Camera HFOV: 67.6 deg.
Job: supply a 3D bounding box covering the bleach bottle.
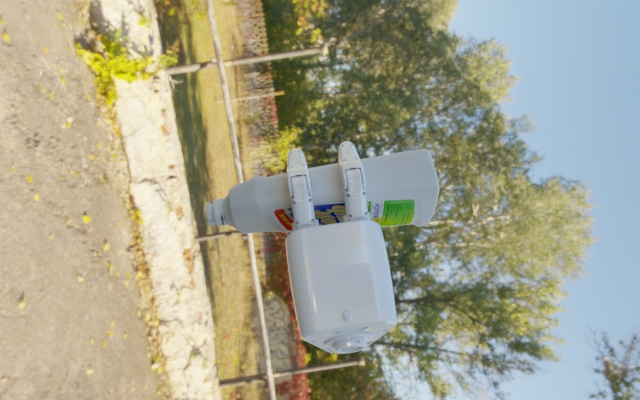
[{"bbox_3d":[0.000,0.002,0.544,0.251,0.068,0.103,-8,-28,-1],"label":"bleach bottle"}]
